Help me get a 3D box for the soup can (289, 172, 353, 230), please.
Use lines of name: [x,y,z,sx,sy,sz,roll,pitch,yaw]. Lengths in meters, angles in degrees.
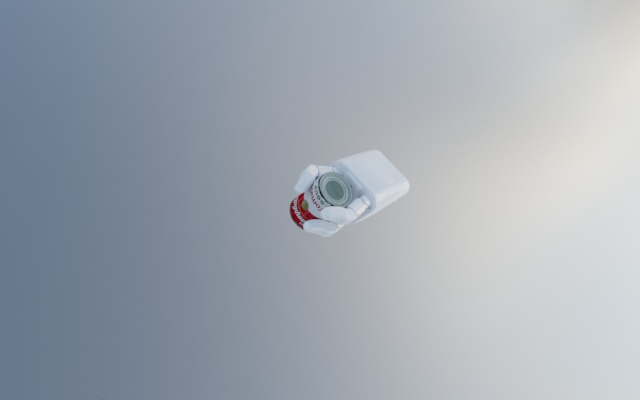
soup can: [0.000,0.003,0.818,0.068,0.068,0.102,0,-24,-35]
